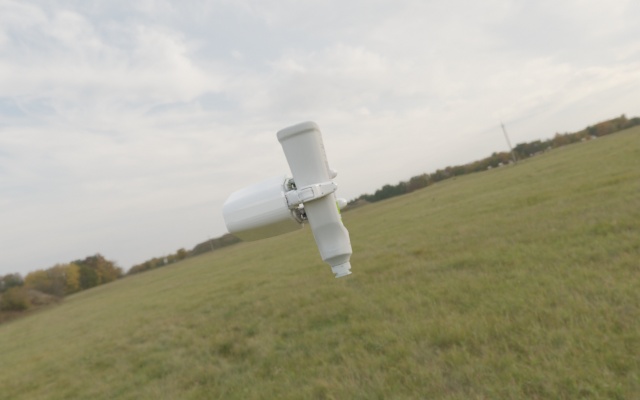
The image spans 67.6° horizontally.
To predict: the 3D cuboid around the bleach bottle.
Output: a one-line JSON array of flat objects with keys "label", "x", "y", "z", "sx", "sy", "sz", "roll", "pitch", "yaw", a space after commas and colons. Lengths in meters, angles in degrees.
[{"label": "bleach bottle", "x": 0.000, "y": 0.002, "z": 0.778, "sx": 0.068, "sy": 0.251, "sz": 0.102, "roll": -17, "pitch": -2, "yaw": 8}]
